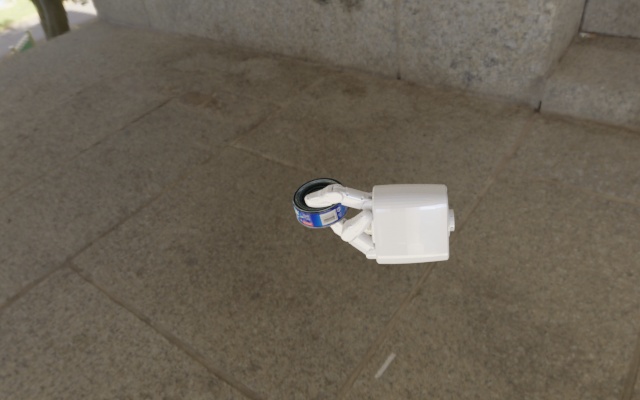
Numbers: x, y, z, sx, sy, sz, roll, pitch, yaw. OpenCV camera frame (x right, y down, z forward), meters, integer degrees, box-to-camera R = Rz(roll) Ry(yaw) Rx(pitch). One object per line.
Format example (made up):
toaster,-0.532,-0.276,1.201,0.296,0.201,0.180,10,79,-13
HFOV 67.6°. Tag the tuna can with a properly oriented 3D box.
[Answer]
tuna can,0.000,0.002,0.747,0.086,0.034,0.086,-9,39,8
